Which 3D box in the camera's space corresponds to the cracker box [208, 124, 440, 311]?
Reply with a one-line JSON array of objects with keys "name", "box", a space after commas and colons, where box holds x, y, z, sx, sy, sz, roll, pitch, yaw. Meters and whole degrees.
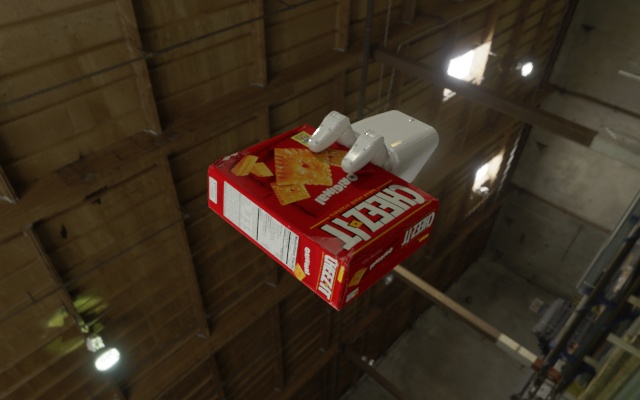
[{"name": "cracker box", "box": [0.000, 0.002, 0.549, 0.213, 0.072, 0.164, 33, 44, 30]}]
